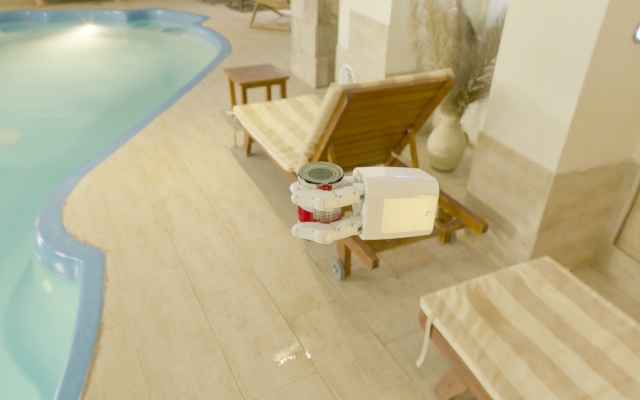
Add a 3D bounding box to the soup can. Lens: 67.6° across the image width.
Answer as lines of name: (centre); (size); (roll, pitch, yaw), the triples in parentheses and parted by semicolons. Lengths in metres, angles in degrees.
soup can: (0.000, 0.002, 0.706); (0.068, 0.102, 0.068); (1, 31, -1)
